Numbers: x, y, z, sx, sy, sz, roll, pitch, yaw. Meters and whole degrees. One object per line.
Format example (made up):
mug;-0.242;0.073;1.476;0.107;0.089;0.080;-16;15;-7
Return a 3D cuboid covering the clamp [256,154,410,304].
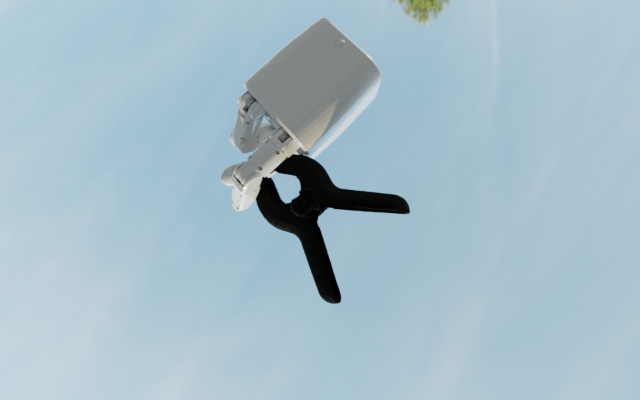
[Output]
clamp;0.000;0.002;0.473;0.120;0.171;0.039;-43;-19;1
